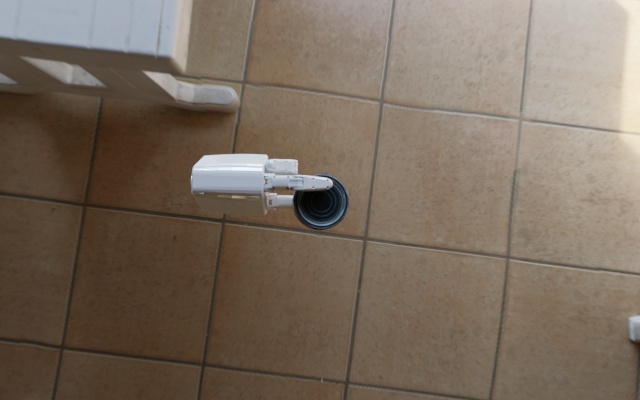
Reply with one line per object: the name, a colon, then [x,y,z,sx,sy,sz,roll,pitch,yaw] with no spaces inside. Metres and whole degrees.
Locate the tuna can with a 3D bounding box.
tuna can: [0.000,0.002,0.732,0.086,0.086,0.034,0,-4,-6]
